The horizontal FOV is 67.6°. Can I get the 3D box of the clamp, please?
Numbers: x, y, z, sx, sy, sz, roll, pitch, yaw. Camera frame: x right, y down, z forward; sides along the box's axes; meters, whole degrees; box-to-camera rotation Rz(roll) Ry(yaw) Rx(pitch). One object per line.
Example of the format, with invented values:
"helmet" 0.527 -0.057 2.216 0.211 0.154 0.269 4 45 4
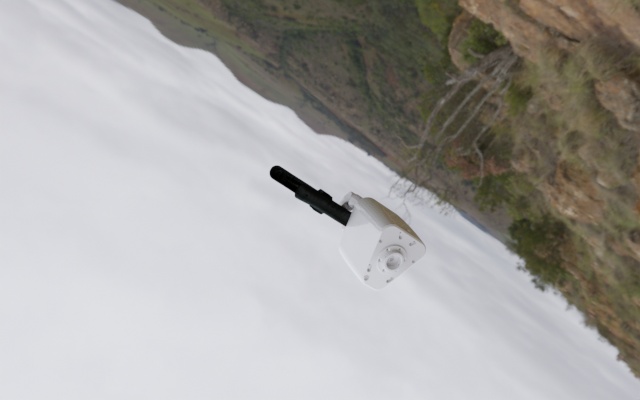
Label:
"clamp" 0.000 0.003 0.780 0.171 0.039 0.120 30 9 -25
